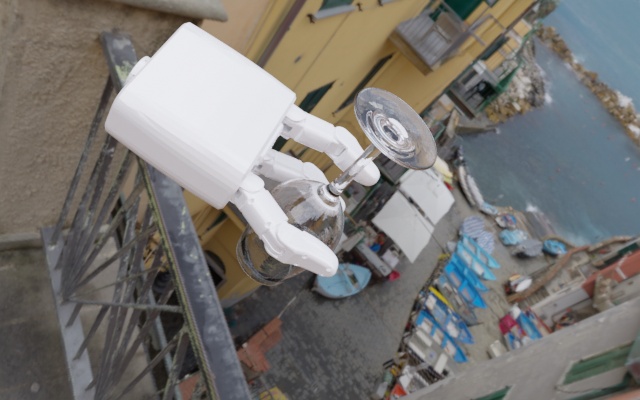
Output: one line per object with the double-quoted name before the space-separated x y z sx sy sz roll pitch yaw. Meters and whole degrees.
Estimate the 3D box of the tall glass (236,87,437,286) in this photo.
"tall glass" 0.001 0.001 0.400 0.079 0.079 0.201 0 -33 -40
